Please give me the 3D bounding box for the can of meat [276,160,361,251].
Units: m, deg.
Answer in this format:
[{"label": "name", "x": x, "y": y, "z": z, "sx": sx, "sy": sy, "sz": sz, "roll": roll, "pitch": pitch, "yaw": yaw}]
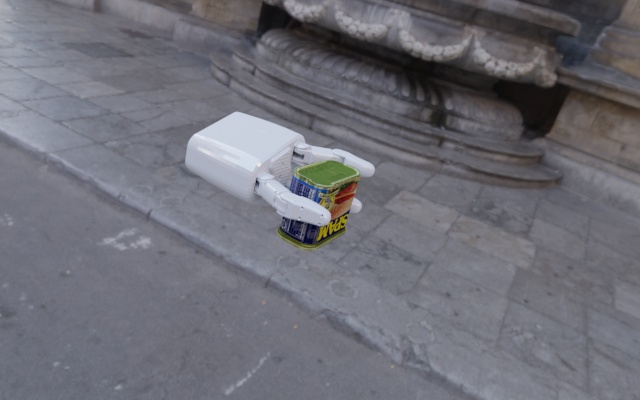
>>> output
[{"label": "can of meat", "x": 0.000, "y": 0.002, "z": 0.578, "sx": 0.057, "sy": 0.084, "sz": 0.102, "roll": 27, "pitch": 26, "yaw": 25}]
